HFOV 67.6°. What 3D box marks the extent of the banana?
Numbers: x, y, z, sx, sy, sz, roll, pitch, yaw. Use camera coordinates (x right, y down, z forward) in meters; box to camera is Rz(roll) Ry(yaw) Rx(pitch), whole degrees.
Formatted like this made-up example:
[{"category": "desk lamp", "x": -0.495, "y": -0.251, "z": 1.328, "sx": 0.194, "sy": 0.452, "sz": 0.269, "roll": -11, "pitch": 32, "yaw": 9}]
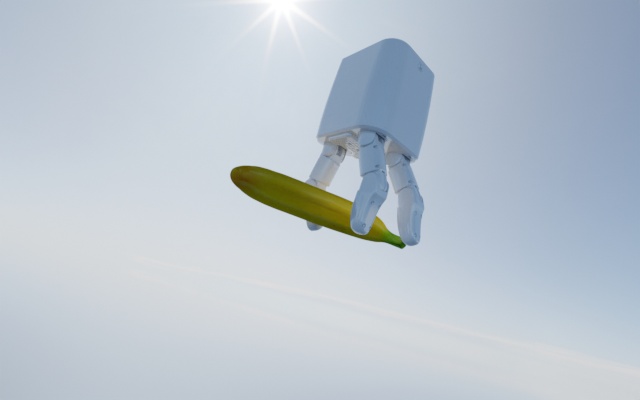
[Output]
[{"category": "banana", "x": -0.005, "y": 0.003, "z": 0.490, "sx": 0.198, "sy": 0.037, "sz": 0.069, "roll": 21, "pitch": -10, "yaw": -22}]
